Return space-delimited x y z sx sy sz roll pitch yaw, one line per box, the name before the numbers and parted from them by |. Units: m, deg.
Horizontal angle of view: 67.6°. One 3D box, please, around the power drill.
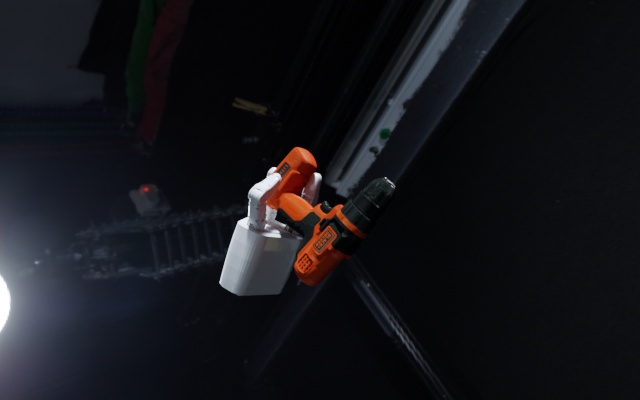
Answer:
power drill | 0.000 0.002 0.697 0.057 0.184 0.187 33 13 -48
